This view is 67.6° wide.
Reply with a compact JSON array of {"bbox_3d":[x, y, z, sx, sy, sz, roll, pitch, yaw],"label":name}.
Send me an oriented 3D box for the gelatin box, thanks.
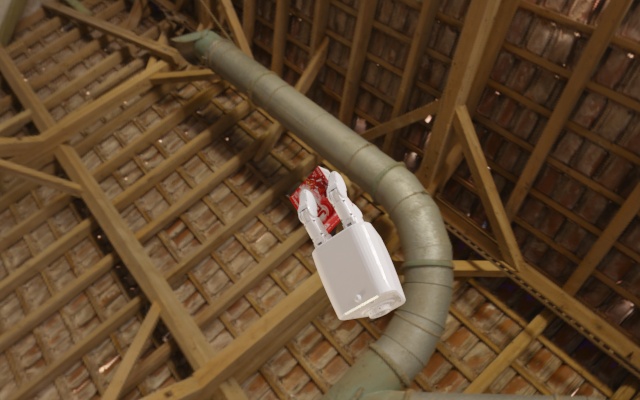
[{"bbox_3d":[0.000,0.002,0.743,0.030,0.073,0.089,21,28,-48],"label":"gelatin box"}]
